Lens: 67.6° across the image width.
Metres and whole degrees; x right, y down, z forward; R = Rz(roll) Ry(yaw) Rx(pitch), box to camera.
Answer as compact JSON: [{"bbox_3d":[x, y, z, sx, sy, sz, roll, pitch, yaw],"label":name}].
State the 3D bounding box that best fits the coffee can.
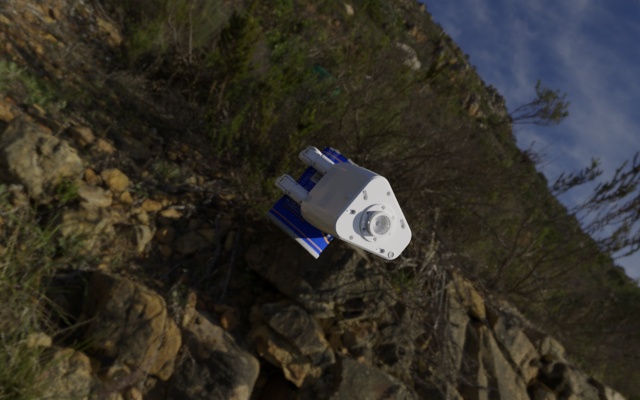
[{"bbox_3d":[0.000,0.003,0.728,0.103,0.140,0.103,40,-6,6],"label":"coffee can"}]
